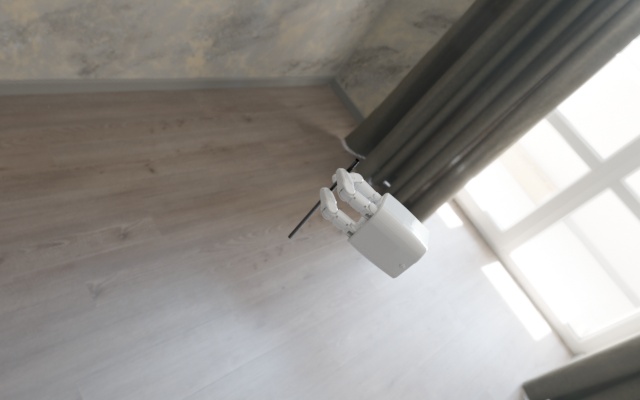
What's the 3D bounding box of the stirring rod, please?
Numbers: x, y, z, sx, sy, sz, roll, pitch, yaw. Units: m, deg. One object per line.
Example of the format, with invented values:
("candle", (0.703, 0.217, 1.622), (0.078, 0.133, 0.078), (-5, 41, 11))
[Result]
("stirring rod", (0.000, 0.003, 0.868), (0.011, 0.011, 0.240), (0, -35, -38))
